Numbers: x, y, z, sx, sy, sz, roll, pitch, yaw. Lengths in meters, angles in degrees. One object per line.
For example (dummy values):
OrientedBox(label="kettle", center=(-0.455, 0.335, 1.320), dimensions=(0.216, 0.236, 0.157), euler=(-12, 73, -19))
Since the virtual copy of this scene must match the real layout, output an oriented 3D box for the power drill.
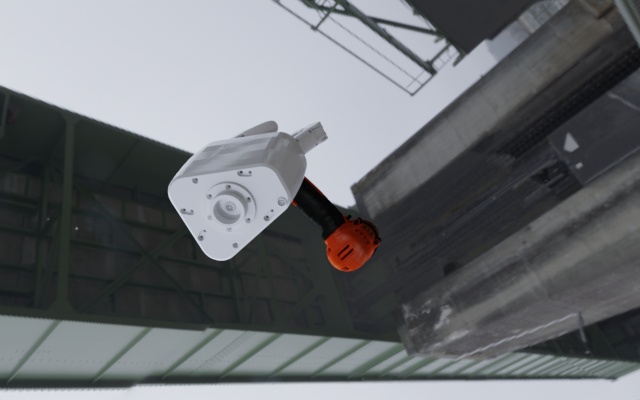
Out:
OrientedBox(label="power drill", center=(0.000, 0.002, 0.602), dimensions=(0.187, 0.057, 0.184), euler=(45, 9, 6))
